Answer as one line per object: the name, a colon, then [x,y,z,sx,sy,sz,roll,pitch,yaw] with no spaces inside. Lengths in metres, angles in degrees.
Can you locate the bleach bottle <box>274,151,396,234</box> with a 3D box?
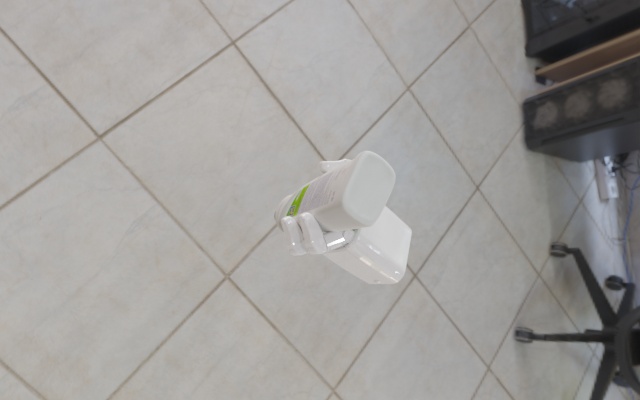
bleach bottle: [0.000,0.002,0.724,0.068,0.102,0.251,36,-25,-21]
